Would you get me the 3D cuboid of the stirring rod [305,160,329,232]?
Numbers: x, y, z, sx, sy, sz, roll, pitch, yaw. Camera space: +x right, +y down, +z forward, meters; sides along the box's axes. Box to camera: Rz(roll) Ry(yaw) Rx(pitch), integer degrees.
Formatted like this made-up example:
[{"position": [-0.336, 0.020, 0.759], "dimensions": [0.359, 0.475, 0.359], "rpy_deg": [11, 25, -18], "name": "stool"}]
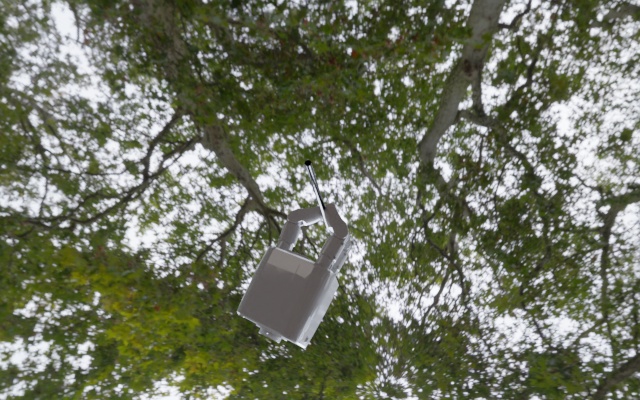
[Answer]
[{"position": [0.000, 0.002, 0.660], "dimensions": [0.011, 0.011, 0.240], "rpy_deg": [0, -22, 8], "name": "stirring rod"}]
